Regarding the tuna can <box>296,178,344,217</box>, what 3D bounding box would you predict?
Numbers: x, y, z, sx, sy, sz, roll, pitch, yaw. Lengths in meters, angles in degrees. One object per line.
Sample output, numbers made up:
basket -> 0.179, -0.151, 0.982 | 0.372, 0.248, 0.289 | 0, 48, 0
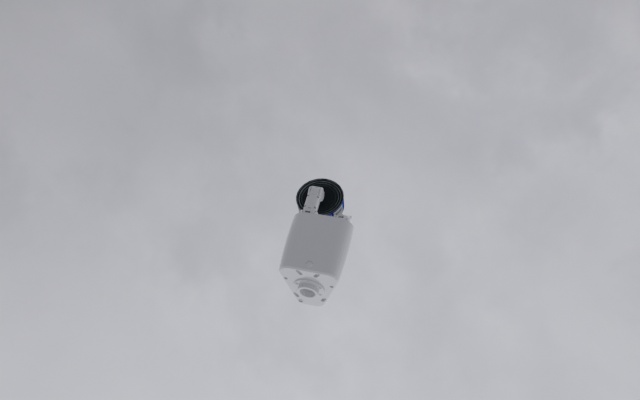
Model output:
tuna can -> 0.000, 0.003, 0.861 | 0.086, 0.086, 0.034 | 0, -39, 6
